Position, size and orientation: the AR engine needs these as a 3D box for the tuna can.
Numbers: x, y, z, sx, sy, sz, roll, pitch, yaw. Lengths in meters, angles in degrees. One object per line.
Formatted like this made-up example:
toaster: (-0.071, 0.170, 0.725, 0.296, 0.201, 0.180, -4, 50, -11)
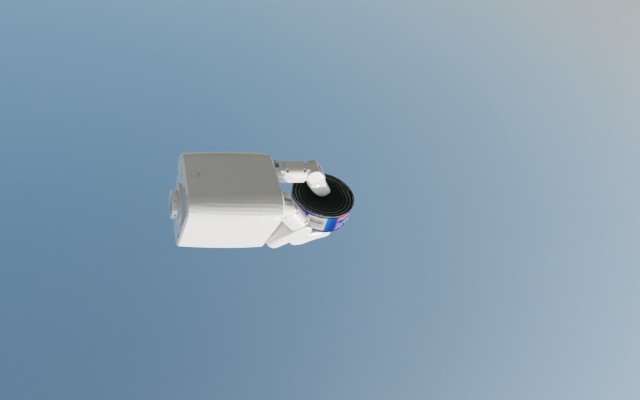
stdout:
tuna can: (0.000, 0.003, 0.646, 0.086, 0.034, 0.086, 11, 42, -10)
